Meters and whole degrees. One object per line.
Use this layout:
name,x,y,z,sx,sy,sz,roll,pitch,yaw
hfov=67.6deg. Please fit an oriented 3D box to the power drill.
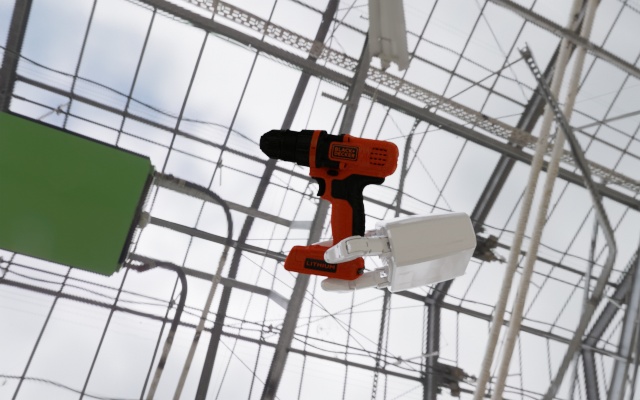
power drill,0.000,0.003,0.624,0.184,0.187,0.057,8,5,11
